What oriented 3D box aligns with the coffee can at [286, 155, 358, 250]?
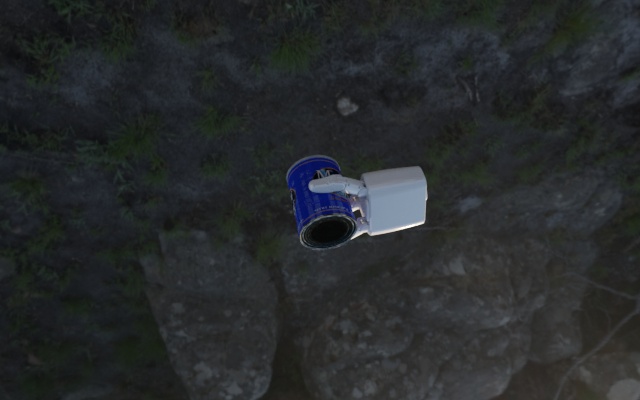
[{"bbox_3d":[0.000,0.003,0.859,0.103,0.140,0.103,-9,-38,-7],"label":"coffee can"}]
